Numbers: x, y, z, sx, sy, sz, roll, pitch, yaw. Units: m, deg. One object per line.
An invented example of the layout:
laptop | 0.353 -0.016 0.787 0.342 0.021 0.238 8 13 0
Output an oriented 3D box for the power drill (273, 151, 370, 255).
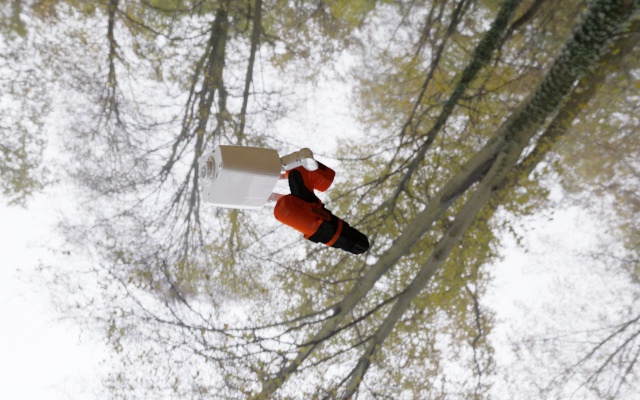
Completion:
power drill | 0.000 0.002 0.844 0.184 0.057 0.187 28 28 -26
